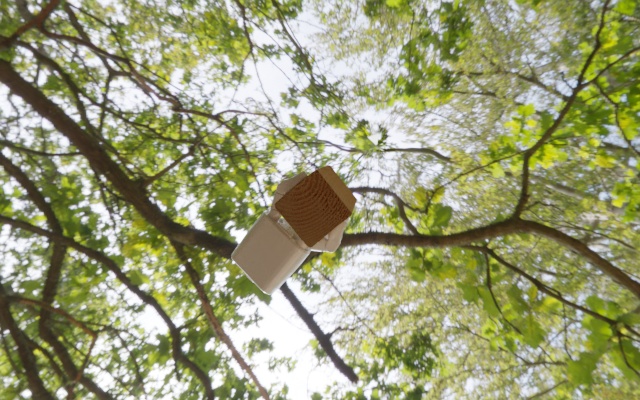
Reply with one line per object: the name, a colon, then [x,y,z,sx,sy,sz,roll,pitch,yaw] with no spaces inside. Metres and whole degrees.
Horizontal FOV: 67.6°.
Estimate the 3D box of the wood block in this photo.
wood block: [0.000,0.003,0.829,0.090,0.091,0.206,-40,1,9]
